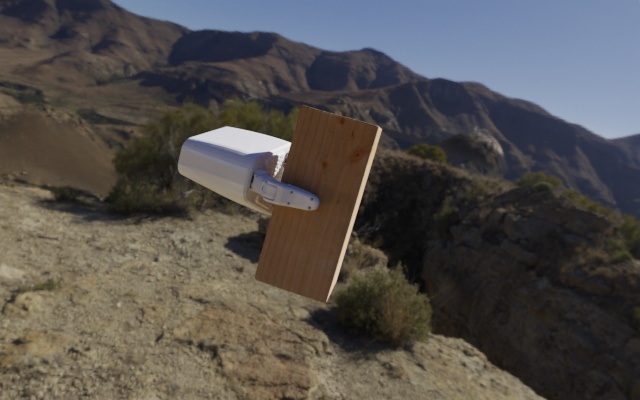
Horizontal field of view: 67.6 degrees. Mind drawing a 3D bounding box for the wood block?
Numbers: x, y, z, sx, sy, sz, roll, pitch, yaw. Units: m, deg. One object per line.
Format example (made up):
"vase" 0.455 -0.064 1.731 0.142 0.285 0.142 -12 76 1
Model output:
"wood block" 0.000 0.002 0.569 0.090 0.206 0.091 17 9 8
